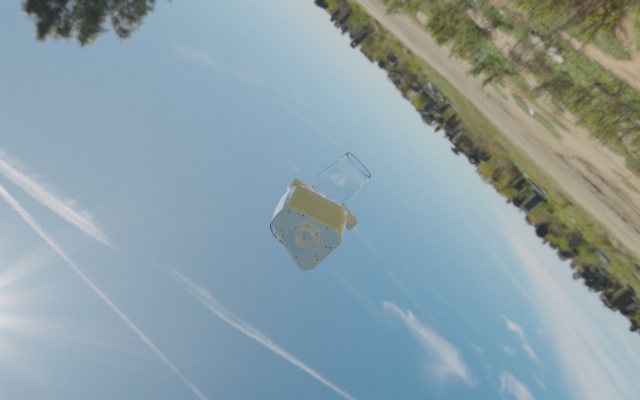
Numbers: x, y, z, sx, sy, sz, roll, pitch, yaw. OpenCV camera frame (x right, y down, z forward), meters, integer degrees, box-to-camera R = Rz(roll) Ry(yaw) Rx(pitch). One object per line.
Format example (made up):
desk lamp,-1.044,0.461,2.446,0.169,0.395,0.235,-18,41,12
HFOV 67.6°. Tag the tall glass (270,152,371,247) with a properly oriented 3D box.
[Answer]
tall glass,0.000,0.003,0.876,0.201,0.079,0.079,-44,-15,16
